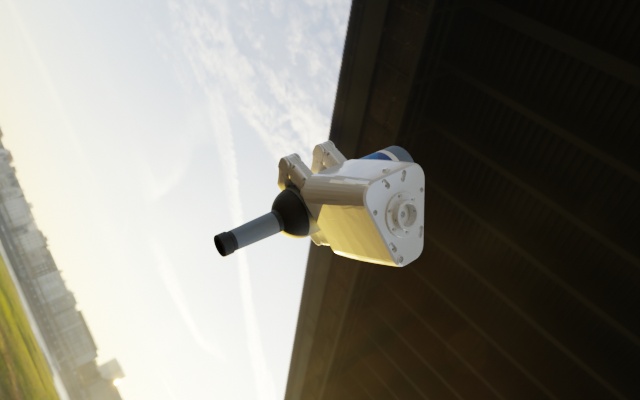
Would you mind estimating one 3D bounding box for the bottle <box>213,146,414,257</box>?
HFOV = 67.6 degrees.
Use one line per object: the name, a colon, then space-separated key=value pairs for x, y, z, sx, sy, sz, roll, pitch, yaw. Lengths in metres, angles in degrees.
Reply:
bottle: x=0.000 y=0.002 z=0.614 sx=0.295 sy=0.069 sz=0.069 roll=-24 pitch=13 yaw=-32
